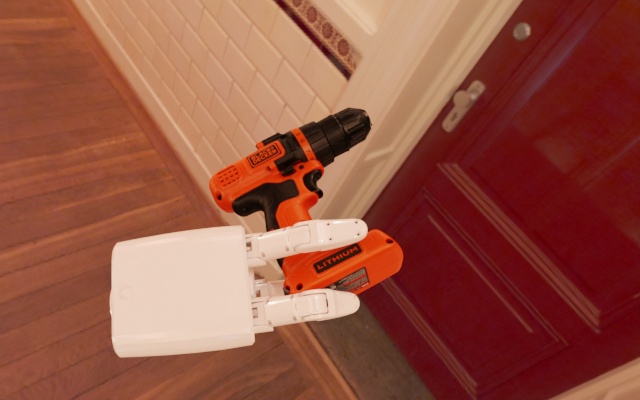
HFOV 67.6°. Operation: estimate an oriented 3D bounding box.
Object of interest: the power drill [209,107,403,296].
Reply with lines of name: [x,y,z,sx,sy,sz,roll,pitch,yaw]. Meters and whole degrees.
power drill: [0.000,0.002,0.462,0.184,0.187,0.057,-29,-37,-4]
